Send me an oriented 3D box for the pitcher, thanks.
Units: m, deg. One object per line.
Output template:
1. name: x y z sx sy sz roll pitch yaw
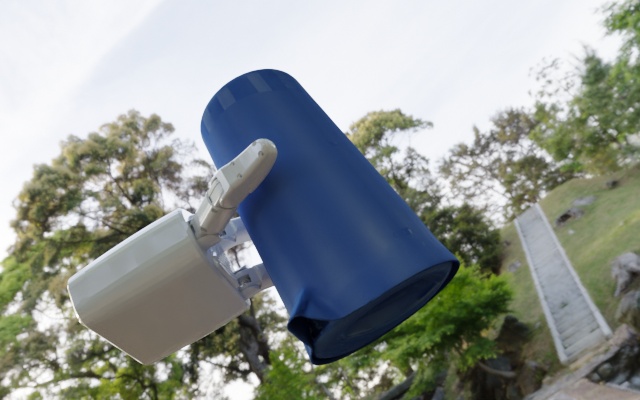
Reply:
1. pitcher: 0.000 0.001 0.415 0.145 0.242 0.149 -32 -26 -3
